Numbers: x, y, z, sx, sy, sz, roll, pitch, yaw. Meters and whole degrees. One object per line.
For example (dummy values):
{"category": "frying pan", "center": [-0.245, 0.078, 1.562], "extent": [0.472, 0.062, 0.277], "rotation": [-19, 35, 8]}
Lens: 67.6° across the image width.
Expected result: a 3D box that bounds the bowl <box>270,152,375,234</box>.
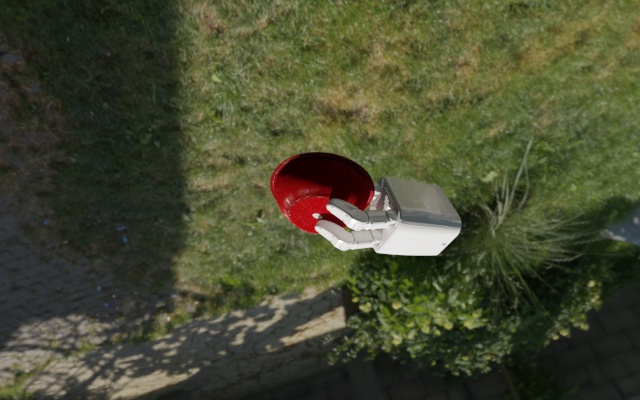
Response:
{"category": "bowl", "center": [-0.001, 0.003, 0.718], "extent": [0.162, 0.055, 0.162], "rotation": [4, -39, 3]}
